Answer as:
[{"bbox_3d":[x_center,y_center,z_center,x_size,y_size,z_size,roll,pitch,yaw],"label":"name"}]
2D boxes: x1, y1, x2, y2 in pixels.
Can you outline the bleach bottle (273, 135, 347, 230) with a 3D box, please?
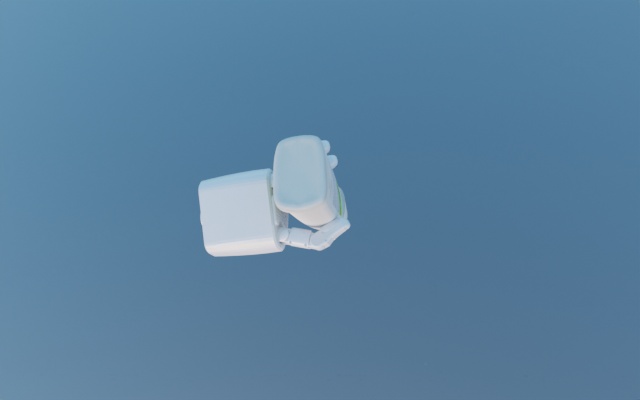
[{"bbox_3d":[0.000,0.002,0.689,0.068,0.102,0.251,-6,-20,11],"label":"bleach bottle"}]
